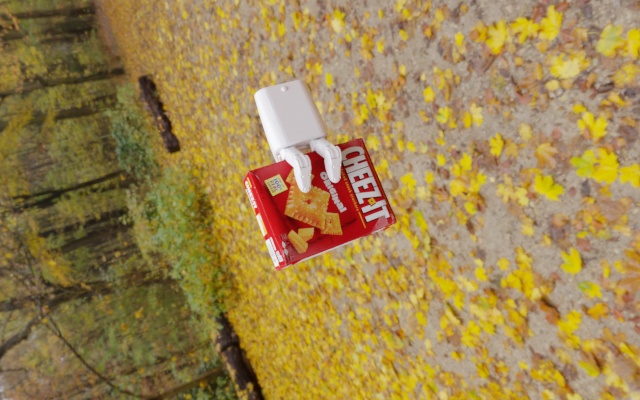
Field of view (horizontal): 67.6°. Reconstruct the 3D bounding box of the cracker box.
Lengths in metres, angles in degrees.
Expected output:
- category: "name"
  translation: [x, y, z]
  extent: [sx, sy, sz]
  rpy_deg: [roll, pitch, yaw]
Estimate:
- category: "cracker box"
  translation: [0.000, 0.003, 0.801]
  extent: [0.213, 0.164, 0.072]
  rpy_deg: [-19, -7, -21]
